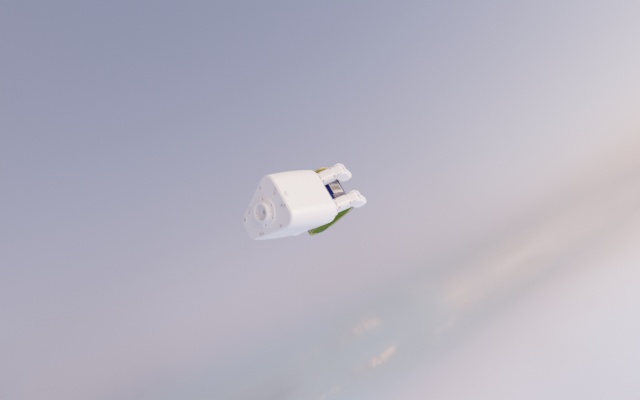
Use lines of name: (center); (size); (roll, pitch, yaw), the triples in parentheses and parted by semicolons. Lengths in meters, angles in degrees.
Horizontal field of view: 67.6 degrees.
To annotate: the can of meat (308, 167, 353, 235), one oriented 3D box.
can of meat: (0.000, 0.003, 0.868); (0.102, 0.084, 0.057); (-41, -21, 32)
